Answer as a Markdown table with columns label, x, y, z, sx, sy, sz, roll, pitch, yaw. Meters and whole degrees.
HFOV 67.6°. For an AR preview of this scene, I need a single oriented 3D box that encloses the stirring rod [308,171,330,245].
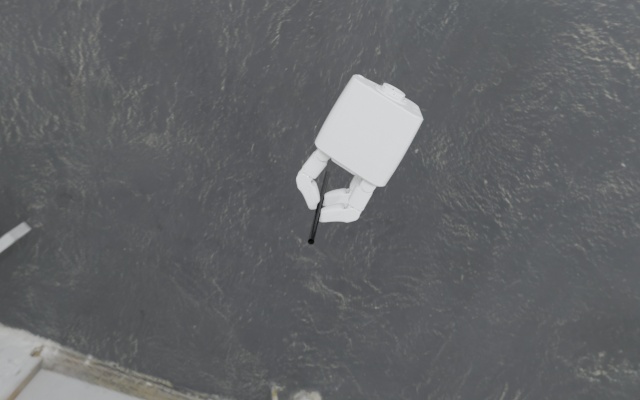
| label | x | y | z | sx | sy | sz | roll | pitch | yaw |
| --- | --- | --- | --- | --- | --- | --- | --- | --- | --- |
| stirring rod | 0.000 | 0.002 | 0.697 | 0.011 | 0.011 | 0.239 | 0 | 24 | 6 |
